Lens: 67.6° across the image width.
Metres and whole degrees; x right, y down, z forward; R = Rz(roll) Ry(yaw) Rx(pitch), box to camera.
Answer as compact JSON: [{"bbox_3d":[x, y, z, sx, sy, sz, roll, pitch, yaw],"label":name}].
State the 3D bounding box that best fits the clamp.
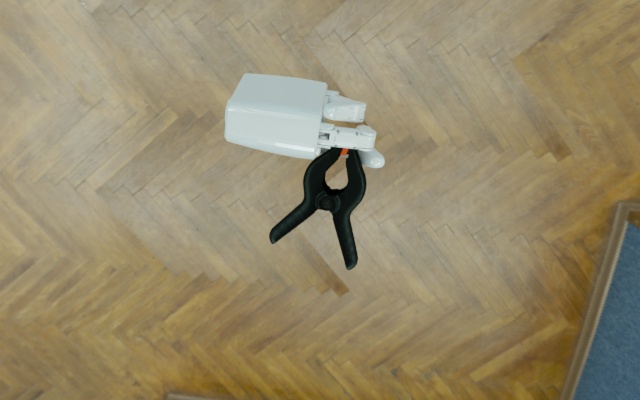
[{"bbox_3d":[0.000,0.002,0.604,0.120,0.171,0.039,9,18,-1],"label":"clamp"}]
